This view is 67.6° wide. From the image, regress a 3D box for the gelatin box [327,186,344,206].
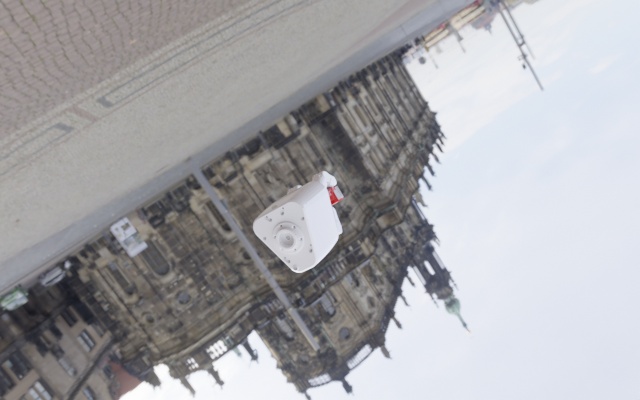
[{"bbox_3d":[0.000,0.003,0.870,0.073,0.030,0.089,-29,0,10],"label":"gelatin box"}]
